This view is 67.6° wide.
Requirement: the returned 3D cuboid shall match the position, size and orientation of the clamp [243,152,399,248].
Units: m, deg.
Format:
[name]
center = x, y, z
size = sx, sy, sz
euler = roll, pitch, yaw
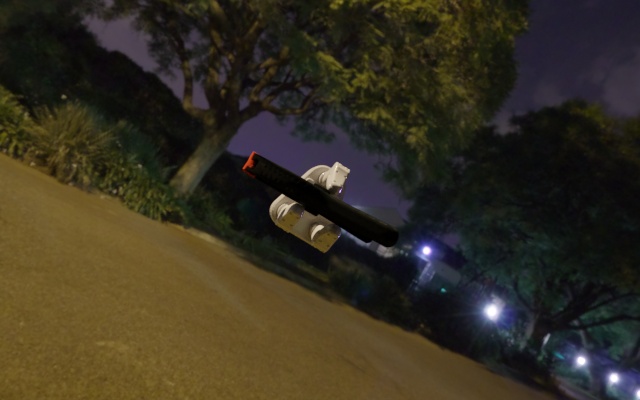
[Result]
[clamp]
center = 0.000, 0.001, 0.603
size = 0.210, 0.036, 0.164
euler = 31, -6, -8
